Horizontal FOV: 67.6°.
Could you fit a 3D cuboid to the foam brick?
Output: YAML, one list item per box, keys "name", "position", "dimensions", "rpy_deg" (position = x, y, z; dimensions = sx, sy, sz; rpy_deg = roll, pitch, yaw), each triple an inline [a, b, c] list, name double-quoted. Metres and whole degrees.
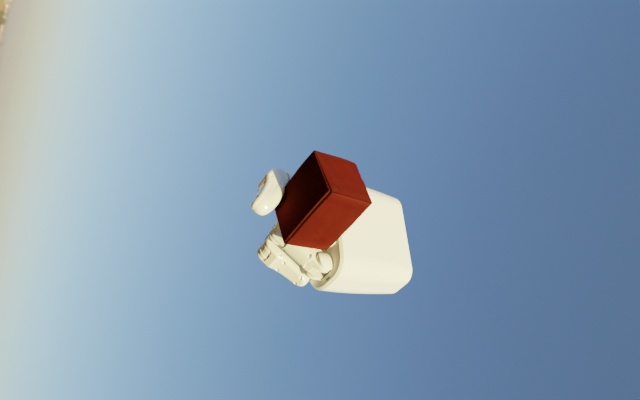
- name: "foam brick"
  position: [0.000, 0.001, 0.446]
  dimensions: [0.051, 0.053, 0.078]
  rpy_deg: [13, -47, -35]
